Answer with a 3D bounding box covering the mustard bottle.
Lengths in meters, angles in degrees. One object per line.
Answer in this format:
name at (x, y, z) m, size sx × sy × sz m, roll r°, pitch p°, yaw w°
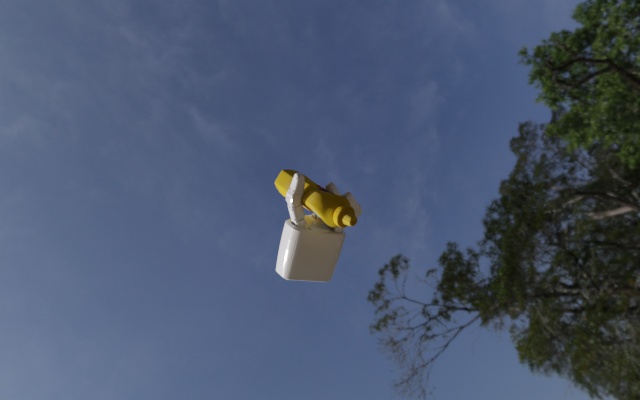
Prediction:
mustard bottle at (0.000, 0.002, 0.887) m, size 0.096 × 0.058 × 0.191 m, roll 33°, pitch -1°, yaw -44°
